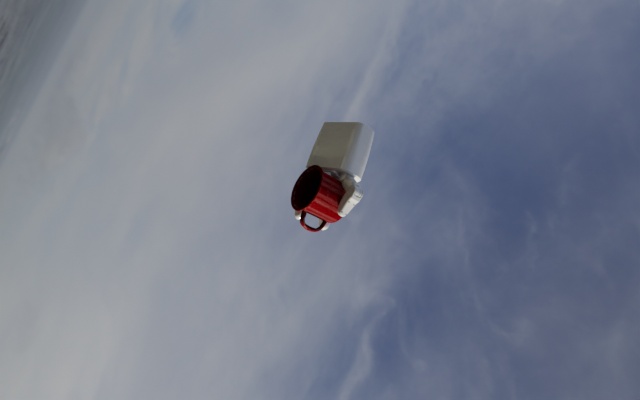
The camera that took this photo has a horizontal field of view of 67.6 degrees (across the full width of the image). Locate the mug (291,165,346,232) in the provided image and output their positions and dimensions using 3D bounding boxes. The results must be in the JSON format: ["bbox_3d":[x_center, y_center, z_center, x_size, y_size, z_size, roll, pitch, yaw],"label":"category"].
[{"bbox_3d":[0.000,0.004,0.894,0.081,0.117,0.093,28,-15,-31],"label":"mug"}]
